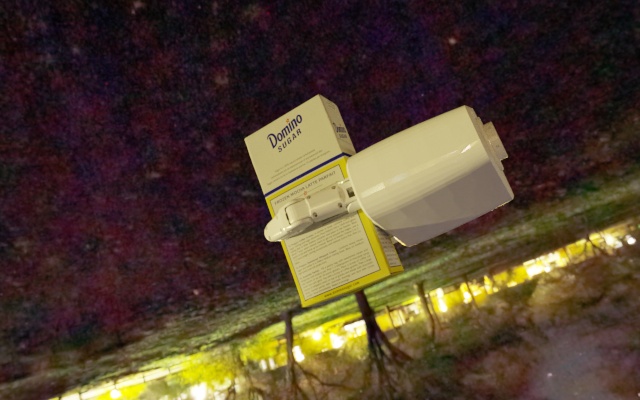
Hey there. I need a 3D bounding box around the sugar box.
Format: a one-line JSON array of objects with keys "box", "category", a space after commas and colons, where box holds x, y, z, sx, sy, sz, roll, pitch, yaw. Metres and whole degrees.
[{"box": [0.000, 0.002, 0.448, 0.093, 0.176, 0.048, -26, -17, 22], "category": "sugar box"}]
